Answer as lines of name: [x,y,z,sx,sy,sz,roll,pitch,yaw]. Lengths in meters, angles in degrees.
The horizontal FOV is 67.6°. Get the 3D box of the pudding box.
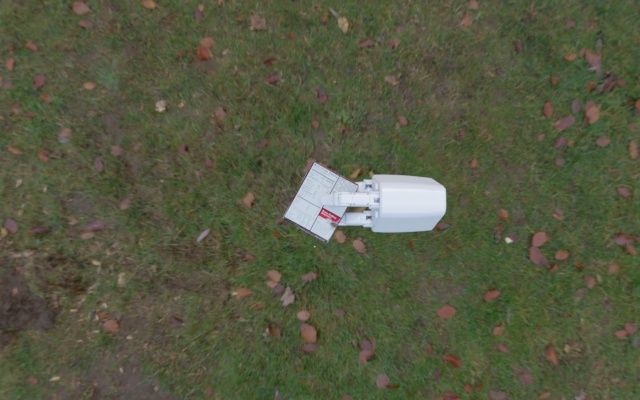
pudding box: [0.000,0.003,0.810,0.090,0.113,0.039,29,-6,-1]
